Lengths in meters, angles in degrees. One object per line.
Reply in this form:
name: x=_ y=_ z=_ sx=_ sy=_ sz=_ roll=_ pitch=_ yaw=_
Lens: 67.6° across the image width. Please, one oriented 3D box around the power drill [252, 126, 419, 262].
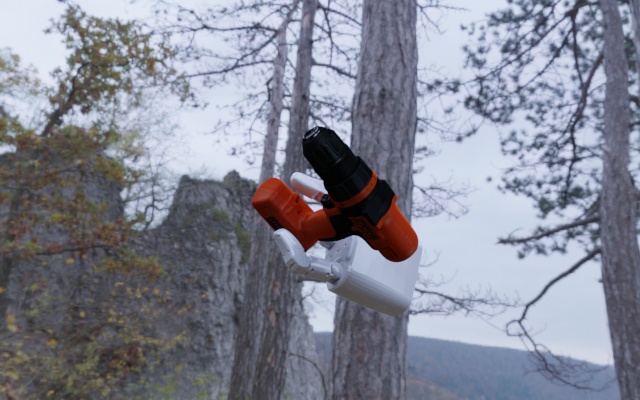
power drill: x=0.000 y=0.002 z=0.557 sx=0.187 sy=0.184 sz=0.057 roll=-6 pitch=40 yaw=51
